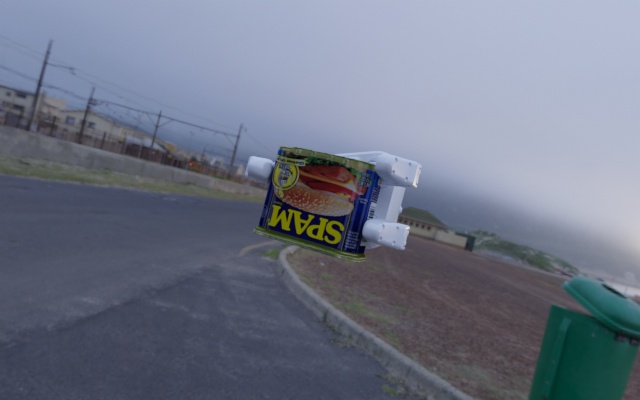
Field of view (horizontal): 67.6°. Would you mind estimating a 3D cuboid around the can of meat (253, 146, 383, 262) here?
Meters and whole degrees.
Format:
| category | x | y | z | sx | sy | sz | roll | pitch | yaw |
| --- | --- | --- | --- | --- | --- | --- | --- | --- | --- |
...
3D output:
| category | x | y | z | sx | sy | sz | roll | pitch | yaw |
| --- | --- | --- | --- | --- | --- | --- | --- | --- | --- |
| can of meat | 0.000 | 0.001 | 0.430 | 0.102 | 0.084 | 0.057 | 14 | -1 | 20 |
